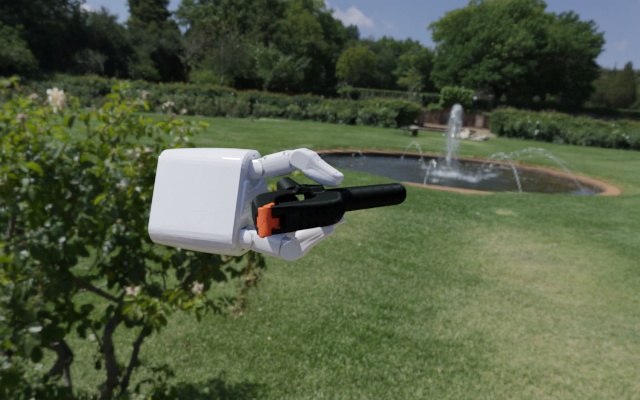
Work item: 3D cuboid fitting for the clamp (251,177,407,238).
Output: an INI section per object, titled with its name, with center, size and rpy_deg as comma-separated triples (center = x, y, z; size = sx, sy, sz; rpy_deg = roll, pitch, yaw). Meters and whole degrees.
[clamp]
center = 0.000, 0.001, 0.501
size = 0.164, 0.036, 0.210
rpy_deg = 2, 10, 15
